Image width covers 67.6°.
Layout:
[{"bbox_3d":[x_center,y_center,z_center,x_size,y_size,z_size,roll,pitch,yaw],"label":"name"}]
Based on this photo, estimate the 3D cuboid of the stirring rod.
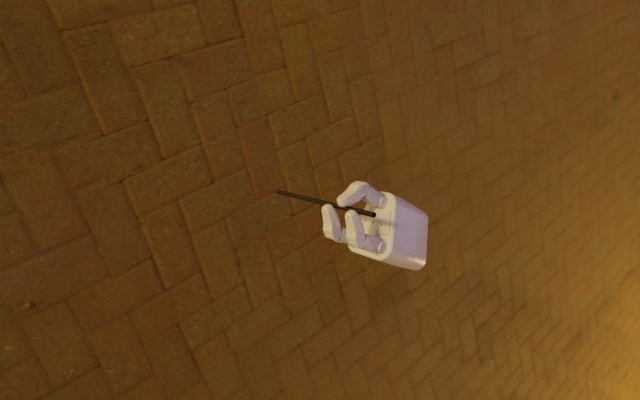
[{"bbox_3d":[0.000,0.002,0.771,0.011,0.011,0.239,0,9,-40],"label":"stirring rod"}]
